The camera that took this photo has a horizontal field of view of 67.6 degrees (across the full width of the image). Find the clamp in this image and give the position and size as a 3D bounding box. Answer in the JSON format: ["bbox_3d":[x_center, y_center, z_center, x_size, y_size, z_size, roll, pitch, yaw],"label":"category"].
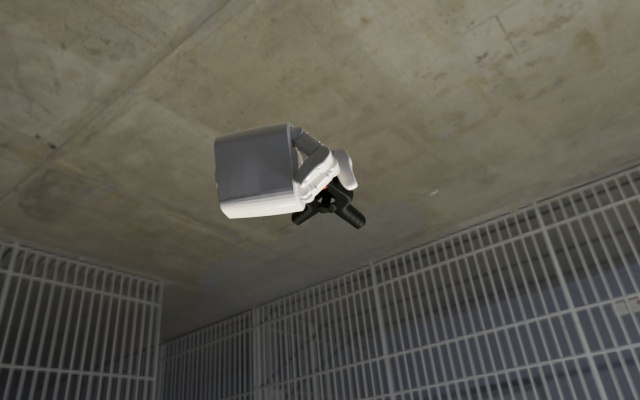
[{"bbox_3d":[0.000,0.003,0.721,0.120,0.039,0.172,-6,-30,10],"label":"clamp"}]
